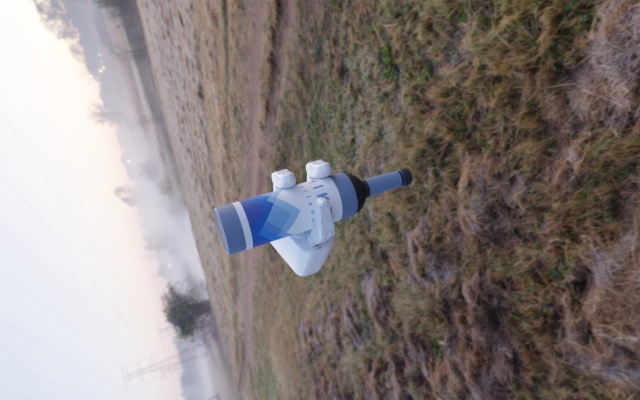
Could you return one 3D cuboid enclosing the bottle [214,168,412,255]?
[{"bbox_3d":[0.000,0.002,0.688,0.295,0.069,0.069,-17,5,-18],"label":"bottle"}]
